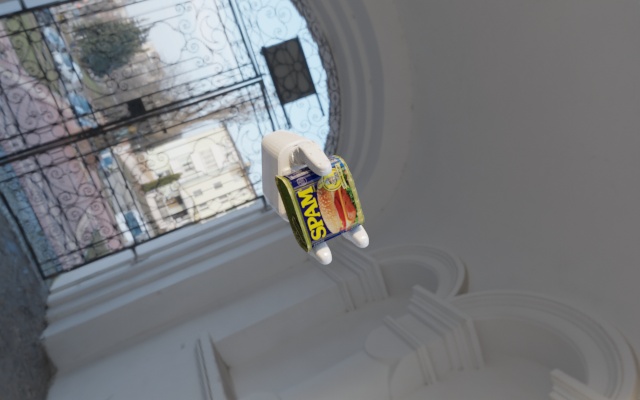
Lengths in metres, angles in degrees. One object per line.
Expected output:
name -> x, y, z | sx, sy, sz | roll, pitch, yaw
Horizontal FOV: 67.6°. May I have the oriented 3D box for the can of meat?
can of meat -> 0.000, 0.002, 0.609 | 0.084, 0.102, 0.057 | -23, 20, -15
